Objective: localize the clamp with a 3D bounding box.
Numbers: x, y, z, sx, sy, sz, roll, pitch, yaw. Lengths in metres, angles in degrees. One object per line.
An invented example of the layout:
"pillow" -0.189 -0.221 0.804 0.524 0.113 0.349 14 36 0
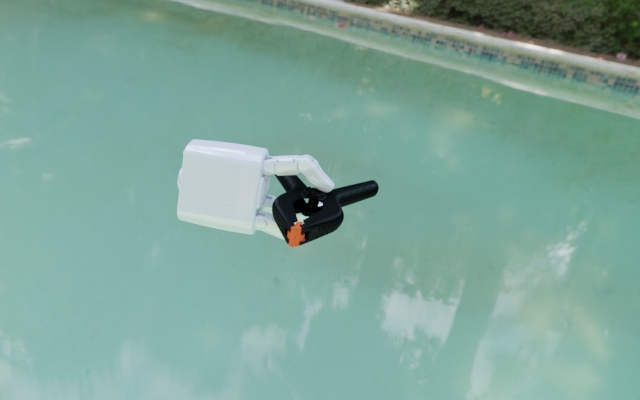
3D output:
"clamp" 0.000 0.002 0.654 0.164 0.036 0.210 9 26 1
